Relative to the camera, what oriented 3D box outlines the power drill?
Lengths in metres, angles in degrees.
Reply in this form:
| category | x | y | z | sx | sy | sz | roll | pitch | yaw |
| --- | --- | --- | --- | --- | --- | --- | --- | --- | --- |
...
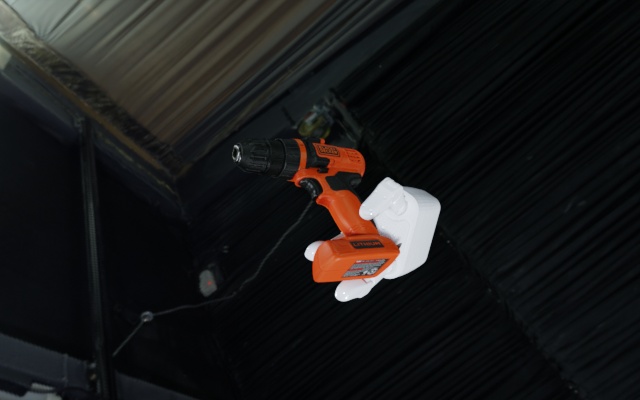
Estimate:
| category | x | y | z | sx | sy | sz | roll | pitch | yaw |
| --- | --- | --- | --- | --- | --- | --- | --- | --- | --- |
| power drill | 0.000 | 0.002 | 0.561 | 0.184 | 0.187 | 0.057 | 1 | -38 | -34 |
